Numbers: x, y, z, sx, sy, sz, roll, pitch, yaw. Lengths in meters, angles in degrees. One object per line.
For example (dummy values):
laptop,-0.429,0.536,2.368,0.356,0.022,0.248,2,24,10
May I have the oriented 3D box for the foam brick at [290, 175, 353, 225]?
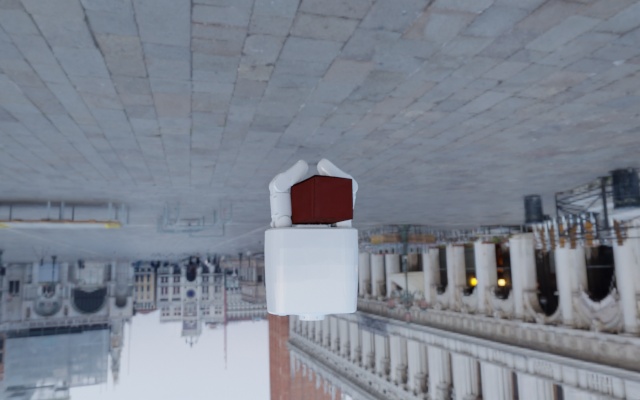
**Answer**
foam brick,0.000,0.002,0.589,0.053,0.051,0.078,4,-10,-24
